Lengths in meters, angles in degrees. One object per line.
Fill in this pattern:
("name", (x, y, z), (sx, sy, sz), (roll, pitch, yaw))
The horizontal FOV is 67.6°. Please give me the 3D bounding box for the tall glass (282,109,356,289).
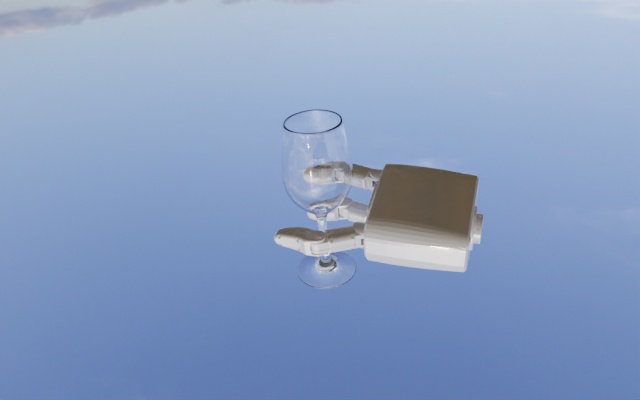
("tall glass", (0.000, 0.002, 0.544), (0.079, 0.201, 0.079), (-4, 33, 3))
